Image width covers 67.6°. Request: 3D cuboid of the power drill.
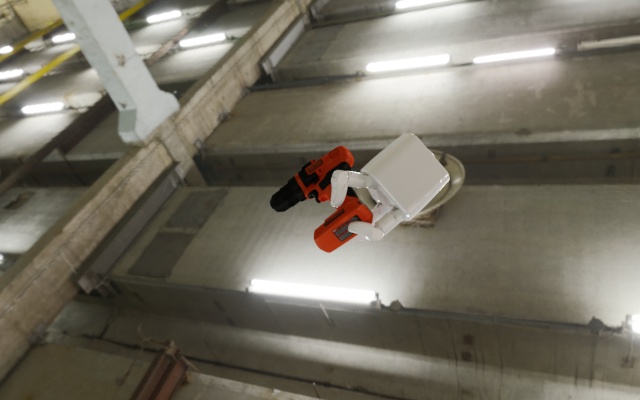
[{"bbox_3d":[0.001,0.003,0.857,0.184,0.187,0.057,-37,-47,10],"label":"power drill"}]
